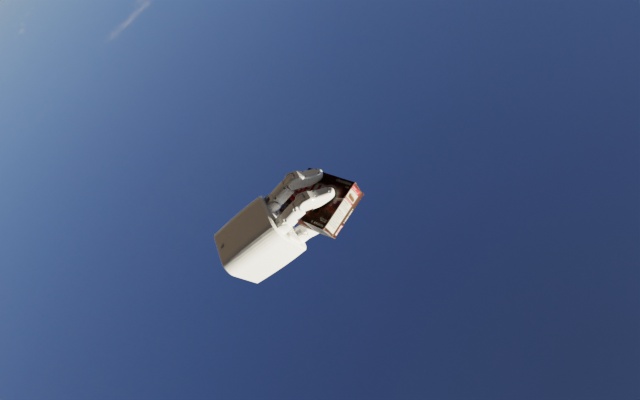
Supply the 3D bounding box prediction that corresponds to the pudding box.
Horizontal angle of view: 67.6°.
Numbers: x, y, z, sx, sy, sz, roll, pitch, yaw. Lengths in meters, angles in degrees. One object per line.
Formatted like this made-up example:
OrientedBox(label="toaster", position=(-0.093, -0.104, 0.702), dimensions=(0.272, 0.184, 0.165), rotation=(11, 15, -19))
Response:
OrientedBox(label="pudding box", position=(0.000, 0.003, 0.760), dimensions=(0.113, 0.090, 0.039), rotation=(21, -18, 43))
